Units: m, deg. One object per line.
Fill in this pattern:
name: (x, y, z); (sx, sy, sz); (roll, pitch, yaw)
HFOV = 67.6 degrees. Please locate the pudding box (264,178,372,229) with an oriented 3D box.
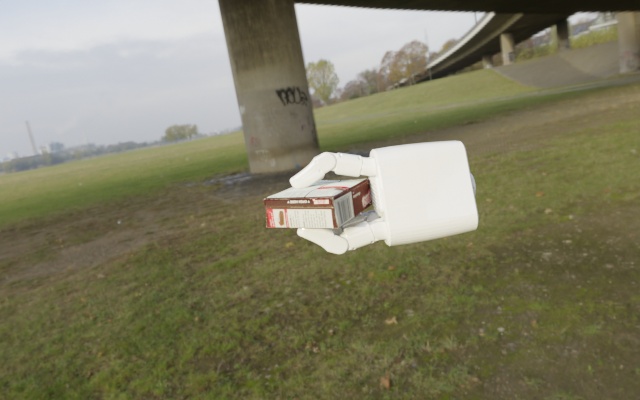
pudding box: (0.000, 0.002, 0.562); (0.090, 0.039, 0.113); (-2, 11, 26)
